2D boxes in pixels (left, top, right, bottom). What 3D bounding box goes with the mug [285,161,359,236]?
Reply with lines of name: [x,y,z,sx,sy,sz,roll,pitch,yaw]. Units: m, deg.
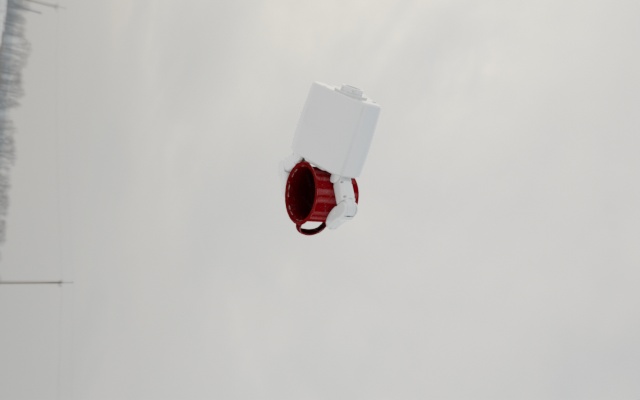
mug: [0.000,0.004,0.723,0.081,0.117,0.093,4,25,-33]
